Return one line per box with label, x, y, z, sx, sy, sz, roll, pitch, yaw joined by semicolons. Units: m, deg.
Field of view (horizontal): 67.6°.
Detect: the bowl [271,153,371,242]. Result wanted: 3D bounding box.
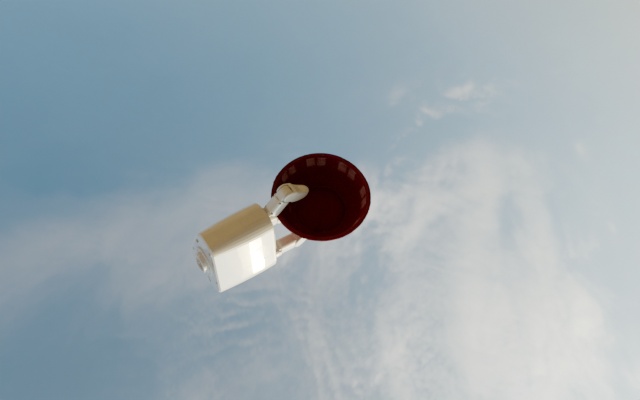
bowl;0.001;0.002;0.792;0.162;0.162;0.055;0;-27;-2
